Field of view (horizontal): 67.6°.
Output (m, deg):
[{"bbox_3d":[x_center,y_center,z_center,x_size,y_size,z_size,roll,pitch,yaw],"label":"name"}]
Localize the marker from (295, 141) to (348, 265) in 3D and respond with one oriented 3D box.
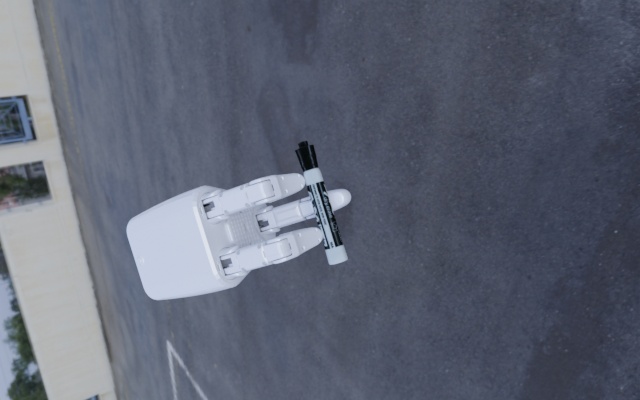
[{"bbox_3d":[0.000,0.002,0.460,0.020,0.121,0.020,-17,-1,0],"label":"marker"}]
